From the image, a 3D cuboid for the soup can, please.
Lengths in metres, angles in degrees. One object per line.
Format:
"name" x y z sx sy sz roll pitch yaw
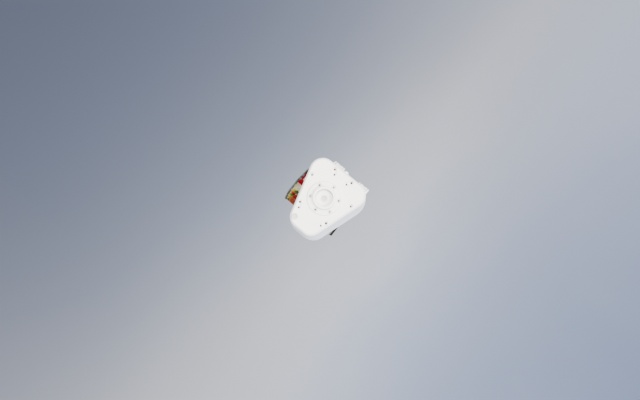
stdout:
"soup can" 0.000 0.003 0.809 0.102 0.068 0.068 40 4 5
